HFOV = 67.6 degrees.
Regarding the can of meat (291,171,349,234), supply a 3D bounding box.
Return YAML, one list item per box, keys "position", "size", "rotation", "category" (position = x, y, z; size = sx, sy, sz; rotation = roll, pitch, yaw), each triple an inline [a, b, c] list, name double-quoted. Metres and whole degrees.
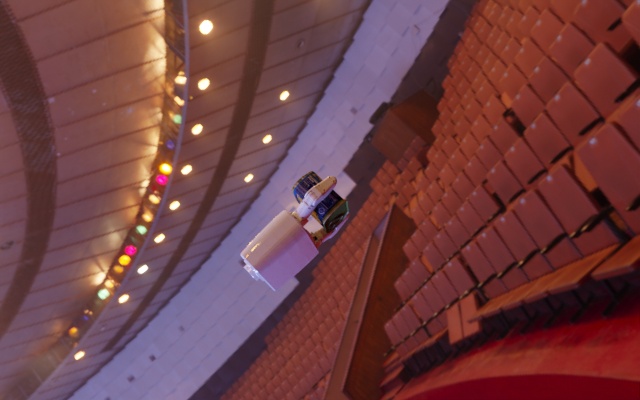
- position: [0.000, 0.002, 0.834]
  size: [0.084, 0.057, 0.102]
  rotation: [43, -8, 15]
  category: "can of meat"
